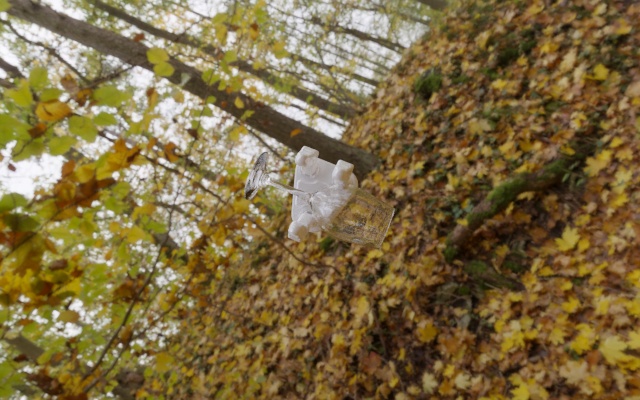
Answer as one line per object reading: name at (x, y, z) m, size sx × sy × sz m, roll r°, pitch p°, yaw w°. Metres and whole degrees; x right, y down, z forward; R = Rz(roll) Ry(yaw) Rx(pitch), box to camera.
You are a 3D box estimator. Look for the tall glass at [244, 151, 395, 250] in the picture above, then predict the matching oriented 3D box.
tall glass at (-0.001, 0.002, 0.669) m, size 0.201 × 0.079 × 0.079 m, roll 22°, pitch 3°, yaw 7°
